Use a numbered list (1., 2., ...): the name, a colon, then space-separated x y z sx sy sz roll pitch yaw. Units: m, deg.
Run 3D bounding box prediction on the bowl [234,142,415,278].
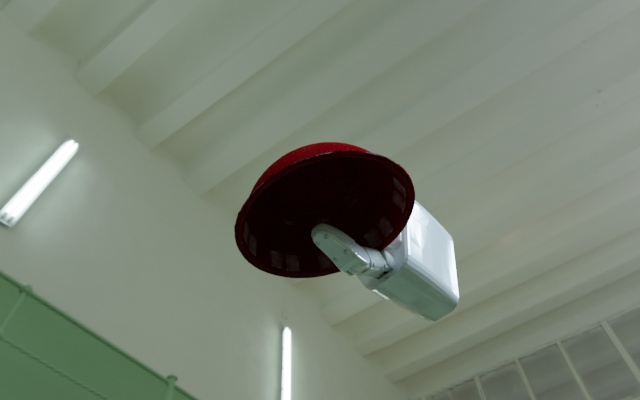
1. bowl: -0.001 0.000 0.431 0.162 0.055 0.162 -11 -41 -10
